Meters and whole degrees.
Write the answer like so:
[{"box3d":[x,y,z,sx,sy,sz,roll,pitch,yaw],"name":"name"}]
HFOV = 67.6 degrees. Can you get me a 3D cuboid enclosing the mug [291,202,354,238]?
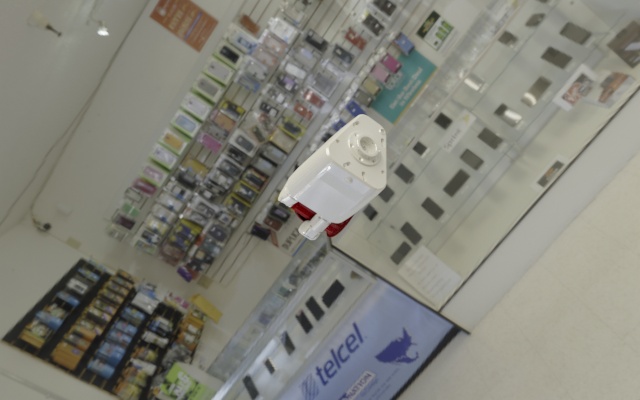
[{"box3d":[-0.001,0.003,0.753,0.081,0.093,0.117,34,-39,-13],"name":"mug"}]
